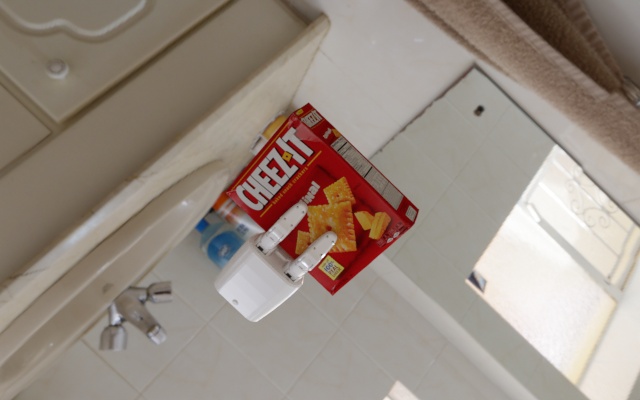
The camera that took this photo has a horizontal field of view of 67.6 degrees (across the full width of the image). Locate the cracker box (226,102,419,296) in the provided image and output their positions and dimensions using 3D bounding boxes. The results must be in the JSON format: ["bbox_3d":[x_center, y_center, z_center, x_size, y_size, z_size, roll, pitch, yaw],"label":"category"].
[{"bbox_3d":[0.000,0.002,0.657,0.164,0.214,0.072,-45,3,28],"label":"cracker box"}]
